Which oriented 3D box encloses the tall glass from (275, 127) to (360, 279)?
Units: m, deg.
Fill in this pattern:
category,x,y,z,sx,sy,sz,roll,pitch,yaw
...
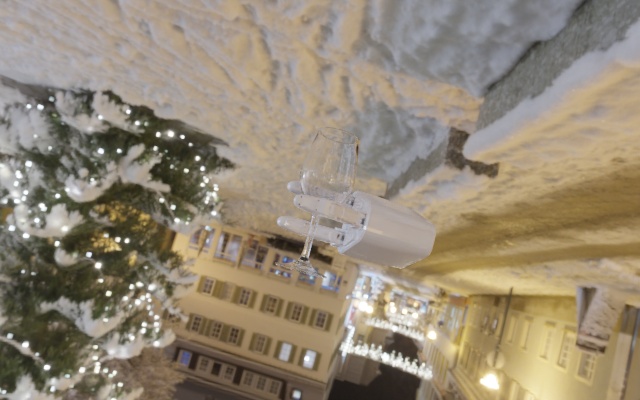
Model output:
category,x,y,z,sx,sy,sz,roll,pitch,yaw
tall glass,0.000,0.003,0.669,0.079,0.201,0.079,15,-7,2
